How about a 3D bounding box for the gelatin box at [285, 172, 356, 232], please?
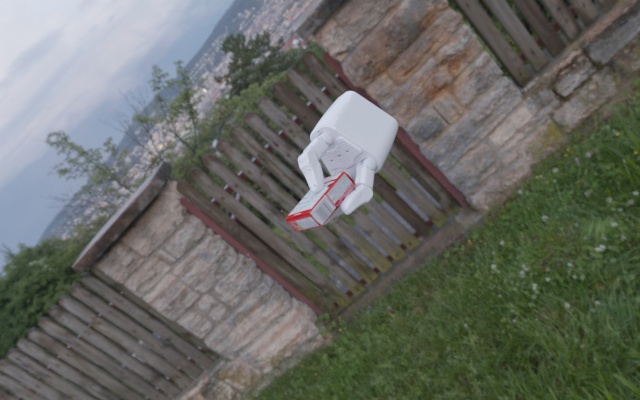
[{"bbox_3d":[0.000,0.002,0.684,0.089,0.030,0.073,-50,17,-28],"label":"gelatin box"}]
